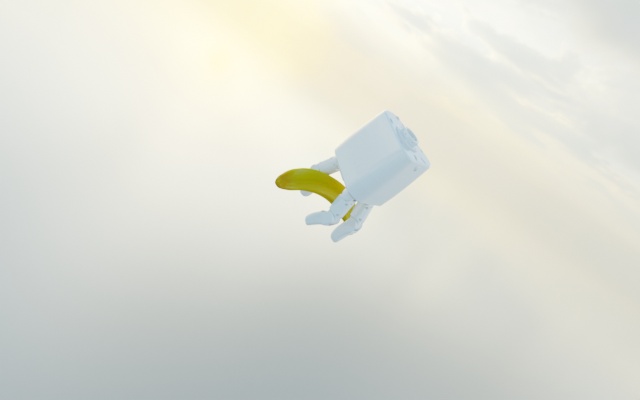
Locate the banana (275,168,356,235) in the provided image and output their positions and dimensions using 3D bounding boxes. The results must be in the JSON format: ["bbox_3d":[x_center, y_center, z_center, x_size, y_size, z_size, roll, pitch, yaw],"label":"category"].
[{"bbox_3d":[0.004,-0.012,0.778,0.037,0.069,0.198,-17,-37,37],"label":"banana"}]
